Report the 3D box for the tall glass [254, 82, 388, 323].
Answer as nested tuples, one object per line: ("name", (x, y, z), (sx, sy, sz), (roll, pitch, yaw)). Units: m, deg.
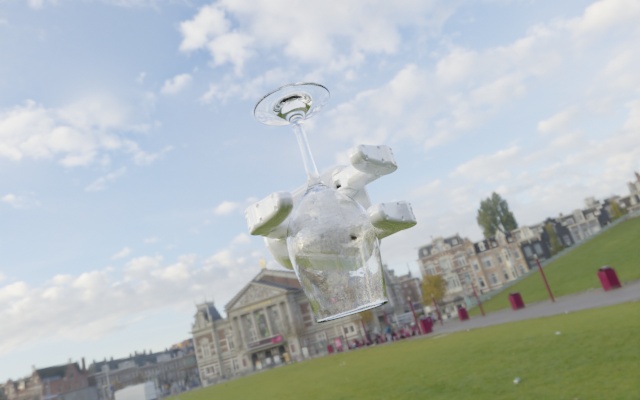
("tall glass", (0.000, 0.001, 0.422), (0.079, 0.201, 0.079), (-15, -16, -4))
